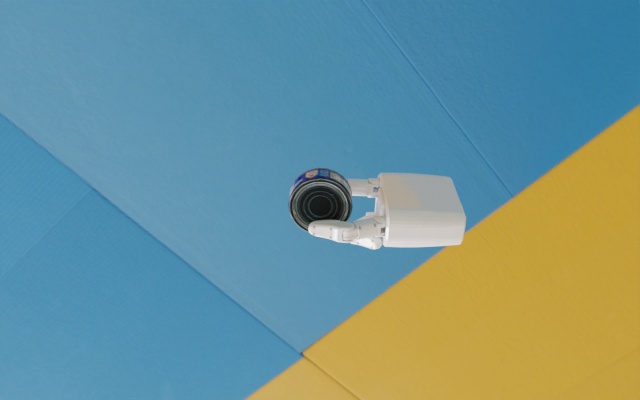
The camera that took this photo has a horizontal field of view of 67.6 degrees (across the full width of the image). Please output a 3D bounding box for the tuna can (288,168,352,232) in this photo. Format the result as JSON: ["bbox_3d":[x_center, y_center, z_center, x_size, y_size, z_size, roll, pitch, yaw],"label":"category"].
[{"bbox_3d":[0.000,0.002,0.638,0.086,0.086,0.033,0,26,2],"label":"tuna can"}]
